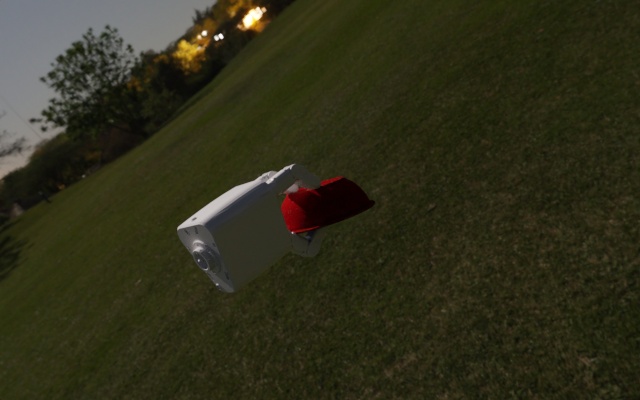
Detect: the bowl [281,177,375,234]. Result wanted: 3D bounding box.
[{"bbox_3d":[0.001,0.002,0.739,0.162,0.055,0.162,-17,5,2],"label":"bowl"}]
